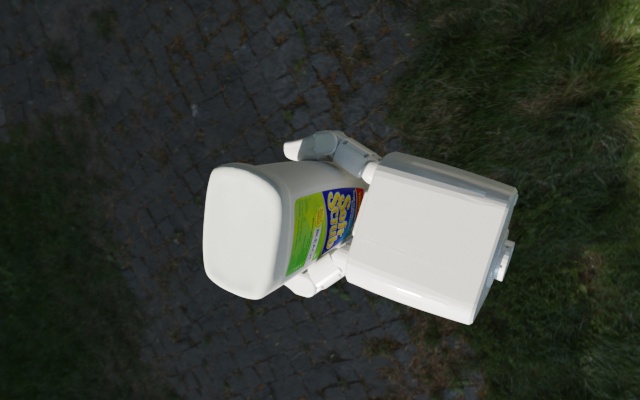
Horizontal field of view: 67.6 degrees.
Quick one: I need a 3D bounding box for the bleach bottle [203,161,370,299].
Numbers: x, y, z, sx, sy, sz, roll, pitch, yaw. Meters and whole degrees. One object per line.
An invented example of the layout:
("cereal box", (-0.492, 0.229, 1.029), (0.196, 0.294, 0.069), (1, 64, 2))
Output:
("bleach bottle", (0.000, 0.002, 0.447), (0.068, 0.102, 0.251), (18, 20, 25))
